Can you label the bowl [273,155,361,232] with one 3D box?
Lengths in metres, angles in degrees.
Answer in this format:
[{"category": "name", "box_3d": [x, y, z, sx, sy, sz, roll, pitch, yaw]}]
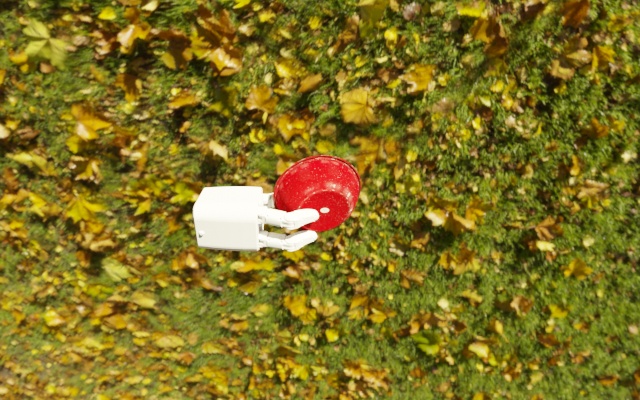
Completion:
[{"category": "bowl", "box_3d": [0.002, 0.003, 0.836, 0.162, 0.162, 0.055, 0, 37, -16]}]
